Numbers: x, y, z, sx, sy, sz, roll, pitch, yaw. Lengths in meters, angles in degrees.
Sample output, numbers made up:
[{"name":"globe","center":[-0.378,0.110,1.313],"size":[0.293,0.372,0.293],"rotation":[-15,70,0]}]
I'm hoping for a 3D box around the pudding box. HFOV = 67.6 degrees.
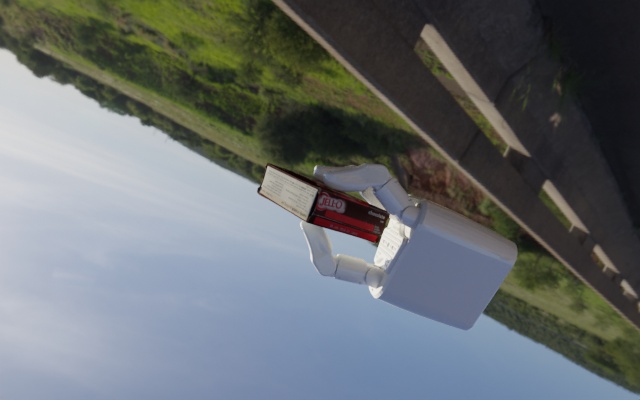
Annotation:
[{"name":"pudding box","center":[0.000,0.002,0.481],"size":[0.090,0.039,0.113],"rotation":[20,2,-35]}]
